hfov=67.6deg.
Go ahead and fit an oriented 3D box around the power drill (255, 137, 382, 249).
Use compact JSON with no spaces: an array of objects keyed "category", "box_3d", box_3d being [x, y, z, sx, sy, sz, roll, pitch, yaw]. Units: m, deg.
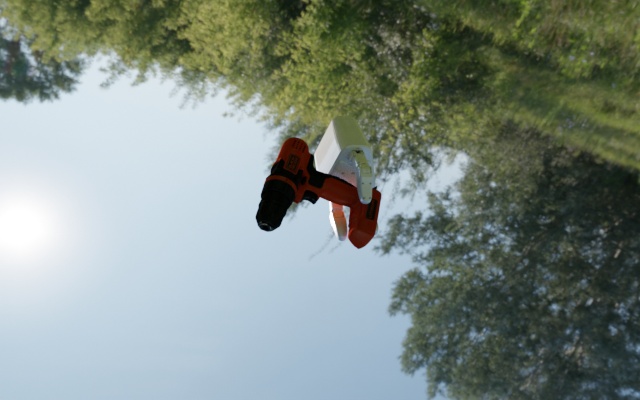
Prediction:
[{"category":"power drill","box_3d":[0.001,0.002,0.751,0.188,0.184,0.057,28,-40,-14]}]
